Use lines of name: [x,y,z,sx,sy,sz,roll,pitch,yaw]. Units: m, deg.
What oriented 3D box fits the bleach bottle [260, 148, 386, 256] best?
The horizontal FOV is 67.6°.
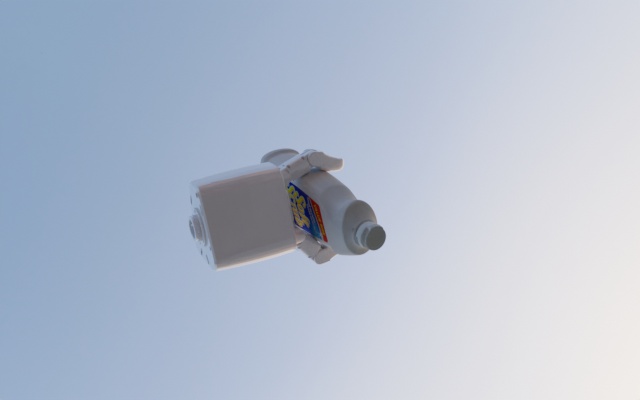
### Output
bleach bottle: [0.000,0.002,0.631,0.068,0.103,0.250,-15,22,-26]
